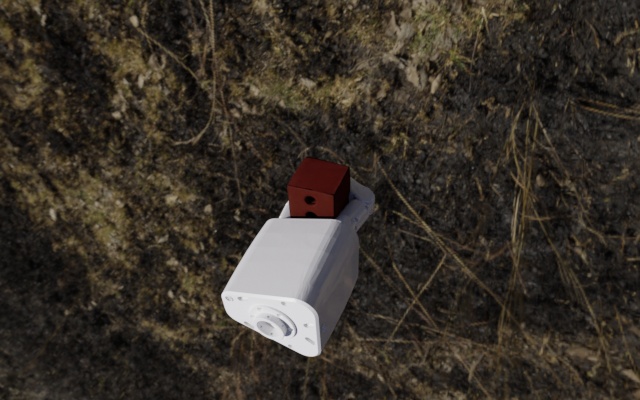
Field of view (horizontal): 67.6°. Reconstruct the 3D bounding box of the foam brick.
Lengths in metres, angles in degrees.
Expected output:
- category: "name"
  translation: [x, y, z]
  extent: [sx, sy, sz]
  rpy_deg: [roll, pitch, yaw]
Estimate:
- category: "foam brick"
  translation: [0.000, 0.001, 0.520]
  extent: [0.053, 0.078, 0.051]
  rpy_deg: [13, 44, 18]
